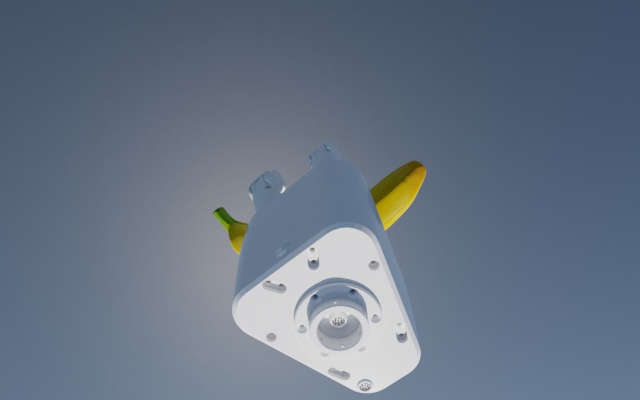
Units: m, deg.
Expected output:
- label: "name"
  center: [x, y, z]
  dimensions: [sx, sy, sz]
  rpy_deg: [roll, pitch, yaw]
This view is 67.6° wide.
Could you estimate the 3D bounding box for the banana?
- label: "banana"
  center: [0.001, 0.020, 0.423]
  dimensions: [0.198, 0.069, 0.037]
  rpy_deg: [-13, 6, 8]
